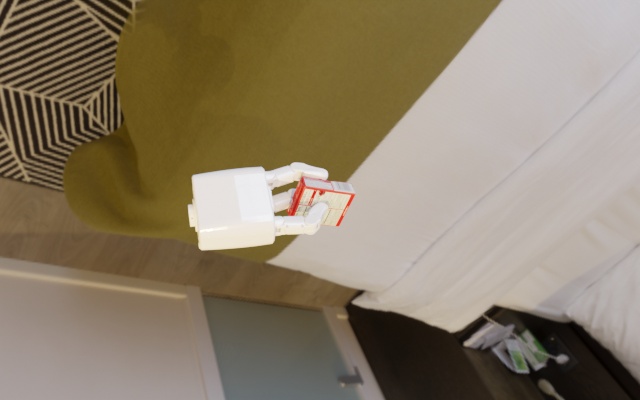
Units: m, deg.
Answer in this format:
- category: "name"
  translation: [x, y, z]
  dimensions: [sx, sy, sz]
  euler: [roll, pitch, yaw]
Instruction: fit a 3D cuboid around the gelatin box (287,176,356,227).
- category: "gelatin box"
  translation: [0.001, 0.003, 0.751]
  dimensions: [0.089, 0.073, 0.030]
  euler: [7, 39, -22]
